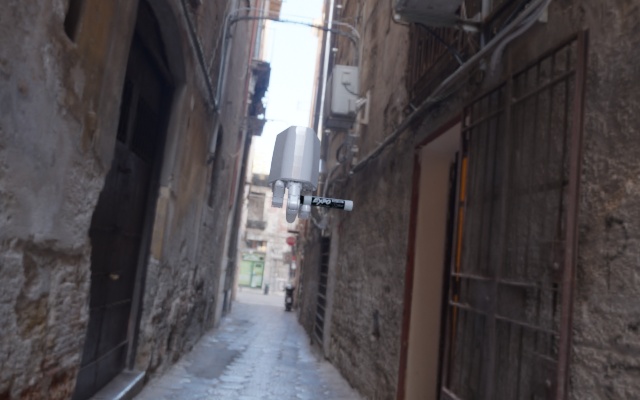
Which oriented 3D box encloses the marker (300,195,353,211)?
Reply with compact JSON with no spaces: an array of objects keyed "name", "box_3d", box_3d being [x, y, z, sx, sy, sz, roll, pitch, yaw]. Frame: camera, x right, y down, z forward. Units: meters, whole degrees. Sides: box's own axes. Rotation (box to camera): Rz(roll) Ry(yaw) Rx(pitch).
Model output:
[{"name":"marker","box_3d":[0.000,0.003,0.899,0.121,0.020,0.020,7,-1,-7]}]
